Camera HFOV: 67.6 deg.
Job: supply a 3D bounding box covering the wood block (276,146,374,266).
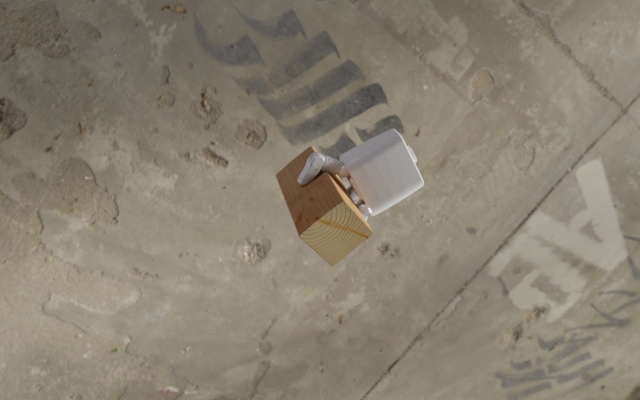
[{"bbox_3d":[0.000,0.002,0.822,0.091,0.090,0.206,46,9,-32],"label":"wood block"}]
